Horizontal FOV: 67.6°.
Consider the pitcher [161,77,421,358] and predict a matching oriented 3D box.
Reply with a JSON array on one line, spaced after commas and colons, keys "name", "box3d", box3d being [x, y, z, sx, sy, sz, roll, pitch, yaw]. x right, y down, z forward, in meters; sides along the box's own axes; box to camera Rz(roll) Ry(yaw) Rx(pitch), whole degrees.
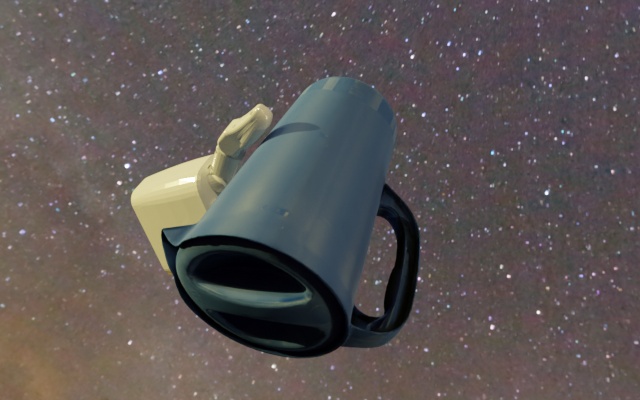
[{"name": "pitcher", "box3d": [0.000, 0.001, 0.407, 0.145, 0.149, 0.242, -12, 35, 33]}]
